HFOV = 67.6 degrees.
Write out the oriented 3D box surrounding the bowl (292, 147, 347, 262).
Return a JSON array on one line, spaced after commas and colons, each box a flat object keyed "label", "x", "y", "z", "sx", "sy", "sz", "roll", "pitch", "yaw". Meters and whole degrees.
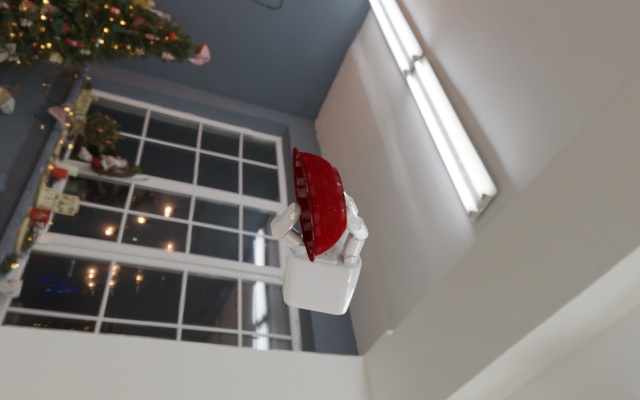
[{"label": "bowl", "x": 0.001, "y": 0.001, "z": 0.666, "sx": 0.055, "sy": 0.162, "sz": 0.162, "roll": -9, "pitch": 1, "yaw": -7}]
